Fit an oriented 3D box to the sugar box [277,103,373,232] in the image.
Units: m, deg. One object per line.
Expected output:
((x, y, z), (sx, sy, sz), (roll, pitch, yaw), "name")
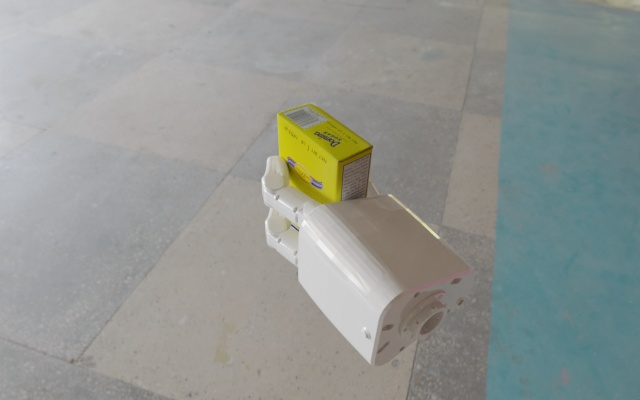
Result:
((0.000, 0.002, 0.476), (0.048, 0.176, 0.093), (-25, 48, -29), "sugar box")
